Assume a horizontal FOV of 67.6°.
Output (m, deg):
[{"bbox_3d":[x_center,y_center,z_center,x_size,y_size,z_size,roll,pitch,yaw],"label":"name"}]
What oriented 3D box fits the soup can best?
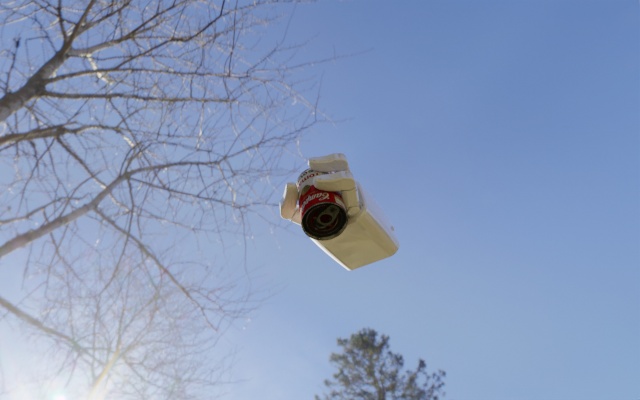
[{"bbox_3d":[0.000,0.002,0.720,0.068,0.068,0.102,0,35,-9],"label":"soup can"}]
